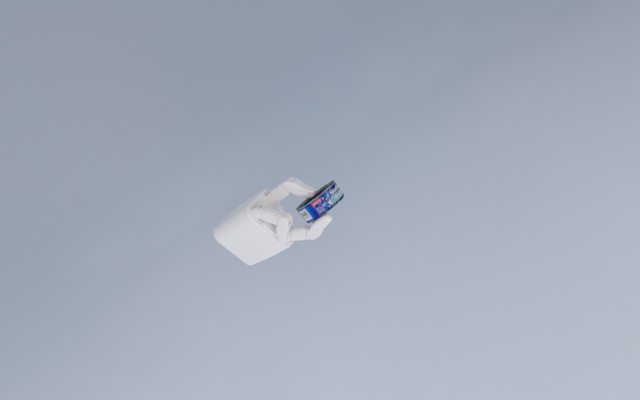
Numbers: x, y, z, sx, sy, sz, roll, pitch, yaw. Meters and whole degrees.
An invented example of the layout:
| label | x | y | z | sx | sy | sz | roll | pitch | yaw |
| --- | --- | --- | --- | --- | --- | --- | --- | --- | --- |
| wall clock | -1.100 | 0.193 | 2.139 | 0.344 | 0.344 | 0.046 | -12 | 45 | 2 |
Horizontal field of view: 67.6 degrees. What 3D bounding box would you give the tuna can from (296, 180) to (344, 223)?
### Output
| label | x | y | z | sx | sy | sz | roll | pitch | yaw |
| --- | --- | --- | --- | --- | --- | --- | --- | --- | --- |
| tuna can | 0.001 | 0.003 | 0.852 | 0.086 | 0.034 | 0.086 | -37 | 6 | 5 |
